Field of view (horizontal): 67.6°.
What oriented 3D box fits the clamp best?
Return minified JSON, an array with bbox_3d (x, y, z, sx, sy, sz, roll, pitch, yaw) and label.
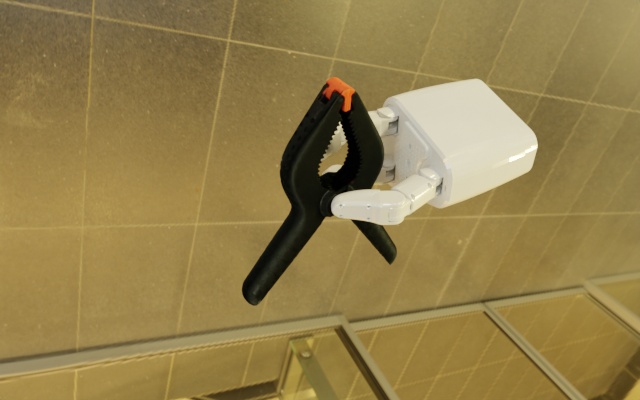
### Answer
[{"bbox_3d":[0.001,0.001,0.416,0.164,0.210,0.036,-19,40,-20],"label":"clamp"}]
